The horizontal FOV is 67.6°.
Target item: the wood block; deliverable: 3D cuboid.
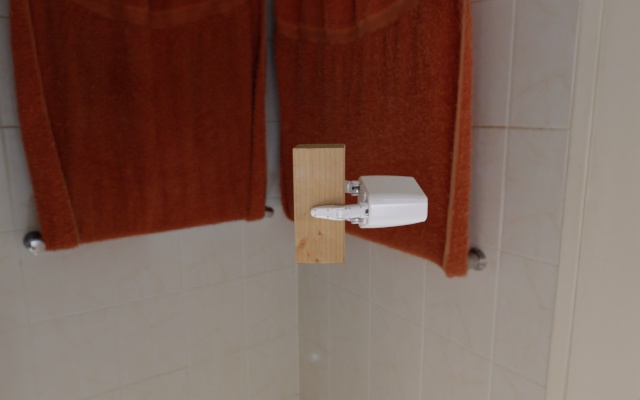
[{"bbox_3d":[0.001,0.003,0.873,0.090,0.206,0.091,0,11,4],"label":"wood block"}]
